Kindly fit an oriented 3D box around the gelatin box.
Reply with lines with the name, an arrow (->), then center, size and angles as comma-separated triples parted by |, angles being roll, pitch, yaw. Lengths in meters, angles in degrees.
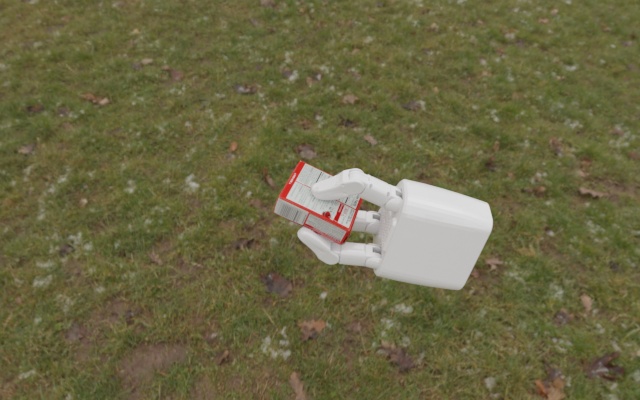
gelatin box -> 0.000, 0.001, 0.549 | 0.089, 0.030, 0.073 | 26, 43, 0
